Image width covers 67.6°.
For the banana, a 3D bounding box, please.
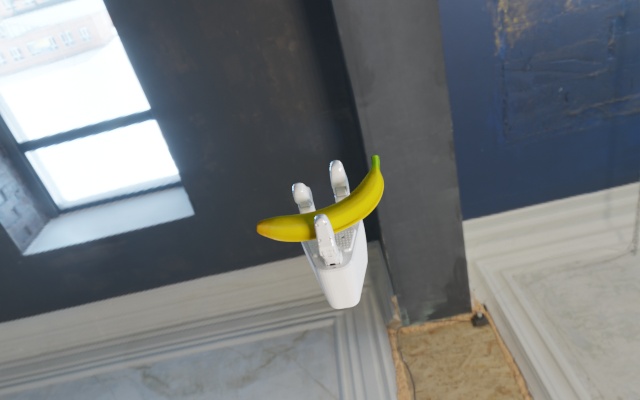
[{"bbox_3d":[0.012,0.014,0.648,0.198,0.069,0.037,-29,-30,-9],"label":"banana"}]
